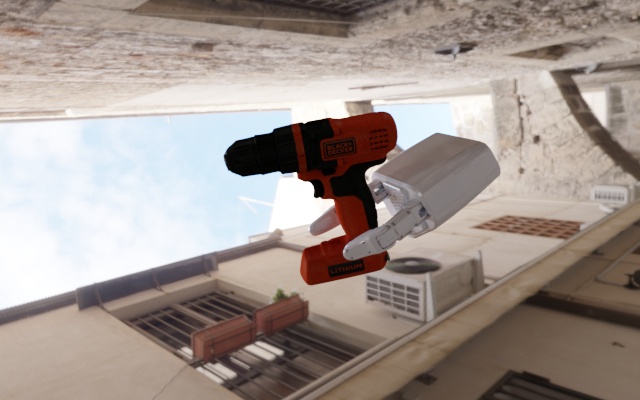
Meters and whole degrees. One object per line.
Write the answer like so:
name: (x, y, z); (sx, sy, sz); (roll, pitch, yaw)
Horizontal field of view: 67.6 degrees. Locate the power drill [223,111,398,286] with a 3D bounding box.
power drill: (0.000, 0.002, 0.533); (0.184, 0.188, 0.057); (-11, 28, -3)
